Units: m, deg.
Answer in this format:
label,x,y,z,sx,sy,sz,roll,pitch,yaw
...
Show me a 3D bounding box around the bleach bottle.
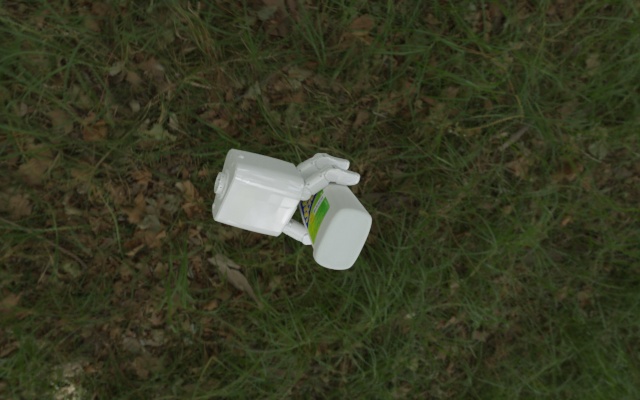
label,x,y,z,sx,sy,sz,roll,pitch,yaw
bleach bottle,0.000,0.002,0.779,0.068,0.102,0.250,16,19,-24
